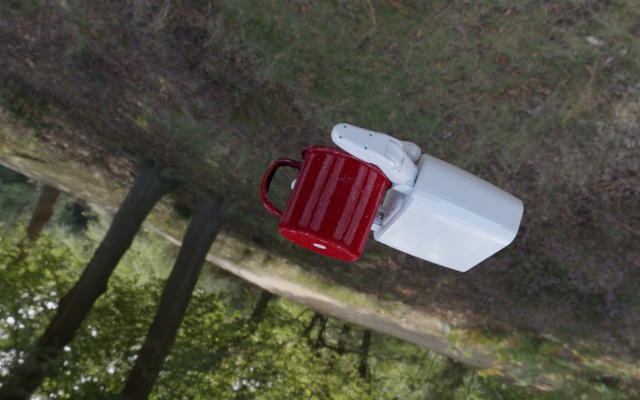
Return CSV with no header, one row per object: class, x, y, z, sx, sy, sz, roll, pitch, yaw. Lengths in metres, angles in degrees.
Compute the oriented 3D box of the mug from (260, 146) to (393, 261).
mug,-0.001,0.001,0.448,0.117,0.081,0.093,22,-14,-5
